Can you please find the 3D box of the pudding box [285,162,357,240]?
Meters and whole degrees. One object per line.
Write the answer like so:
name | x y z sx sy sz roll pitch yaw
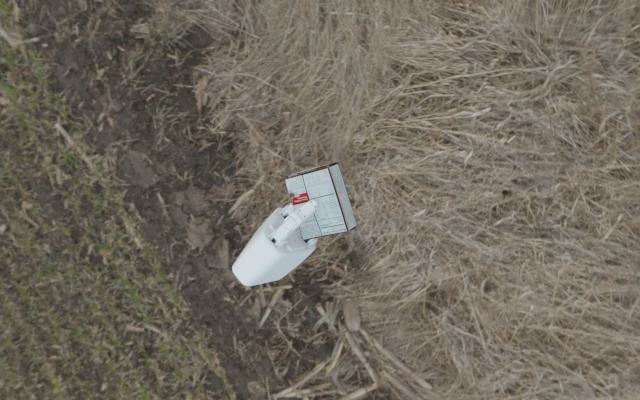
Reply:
pudding box | 0.000 0.003 0.777 0.090 0.113 0.039 -13 10 30
